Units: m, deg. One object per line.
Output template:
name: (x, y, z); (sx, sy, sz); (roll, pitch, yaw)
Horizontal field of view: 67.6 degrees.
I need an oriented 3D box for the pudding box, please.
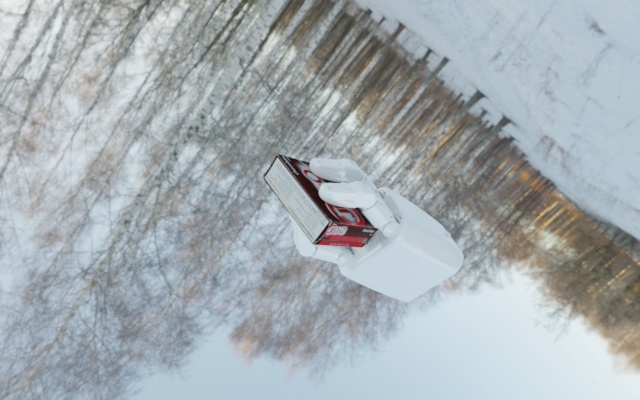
pudding box: (0.000, 0.002, 0.532); (0.090, 0.039, 0.113); (11, 31, -51)
